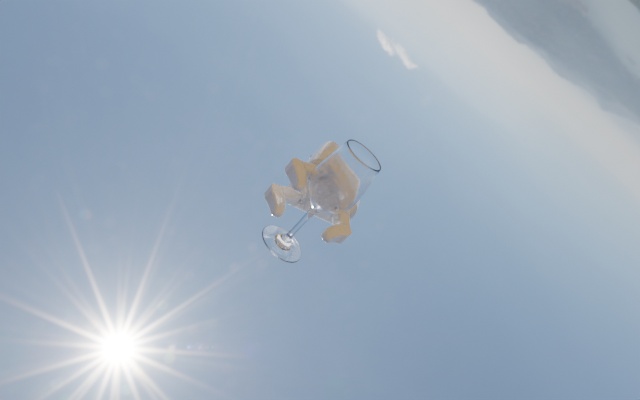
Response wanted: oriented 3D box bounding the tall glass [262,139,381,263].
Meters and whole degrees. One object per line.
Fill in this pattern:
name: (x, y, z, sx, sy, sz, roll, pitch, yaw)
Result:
tall glass: (0.000, 0.003, 0.704, 0.201, 0.079, 0.079, -47, -26, 26)
